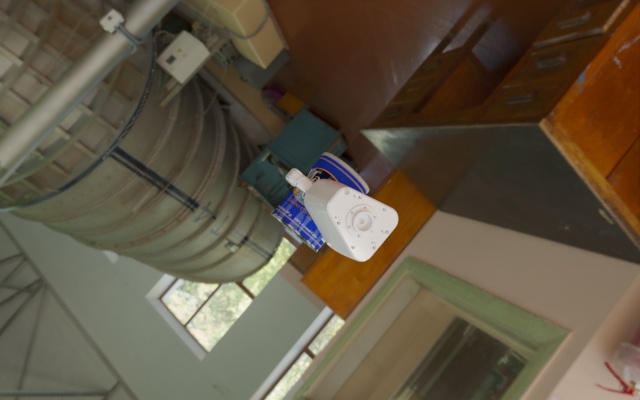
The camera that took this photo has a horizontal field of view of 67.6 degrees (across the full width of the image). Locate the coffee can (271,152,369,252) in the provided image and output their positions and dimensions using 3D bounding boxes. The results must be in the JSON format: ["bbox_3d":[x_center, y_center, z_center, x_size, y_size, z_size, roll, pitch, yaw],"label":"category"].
[{"bbox_3d":[0.000,0.003,0.820,0.103,0.140,0.103,40,-7,6],"label":"coffee can"}]
